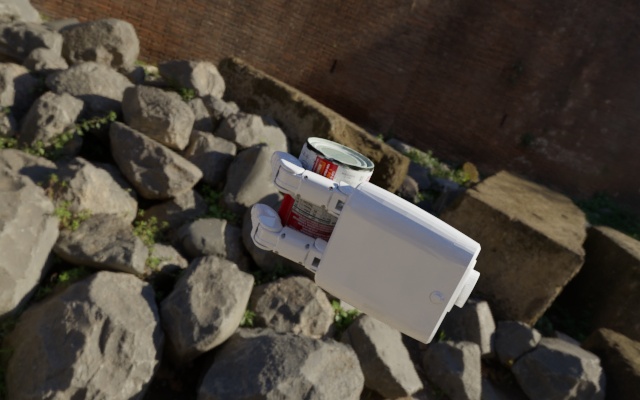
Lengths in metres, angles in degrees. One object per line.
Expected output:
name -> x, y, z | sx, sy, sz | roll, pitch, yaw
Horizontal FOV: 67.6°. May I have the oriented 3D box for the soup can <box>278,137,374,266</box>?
soup can -> 0.000, 0.001, 0.443 | 0.068, 0.102, 0.068 | 20, 18, -7
